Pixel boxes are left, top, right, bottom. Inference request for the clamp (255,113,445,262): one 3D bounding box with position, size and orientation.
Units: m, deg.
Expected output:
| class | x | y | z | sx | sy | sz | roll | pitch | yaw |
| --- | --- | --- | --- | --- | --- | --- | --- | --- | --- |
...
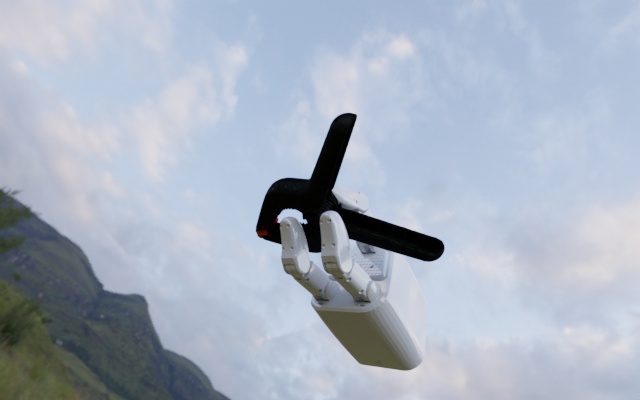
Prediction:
| class | x | y | z | sx | sy | sz | roll | pitch | yaw |
| --- | --- | --- | --- | --- | --- | --- | --- | --- | --- |
| clamp | 0.000 | 0.001 | 0.480 | 0.210 | 0.165 | 0.036 | -9 | 33 | 41 |
